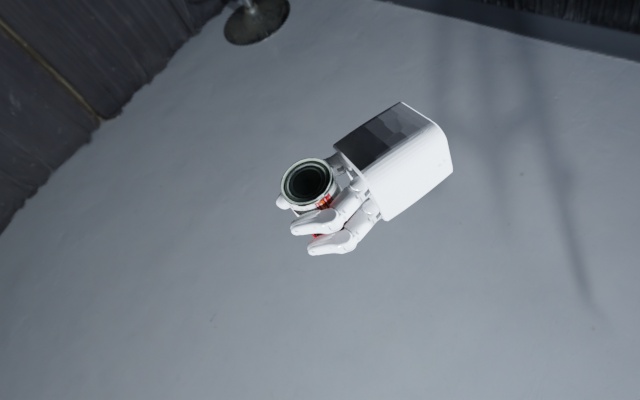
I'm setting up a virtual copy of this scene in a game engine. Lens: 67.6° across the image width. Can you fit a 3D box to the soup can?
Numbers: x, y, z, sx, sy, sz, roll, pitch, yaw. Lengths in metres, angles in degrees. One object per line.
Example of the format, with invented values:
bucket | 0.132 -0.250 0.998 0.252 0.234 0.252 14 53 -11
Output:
soup can | 0.000 0.002 0.592 0.068 0.068 0.102 0 -30 23
